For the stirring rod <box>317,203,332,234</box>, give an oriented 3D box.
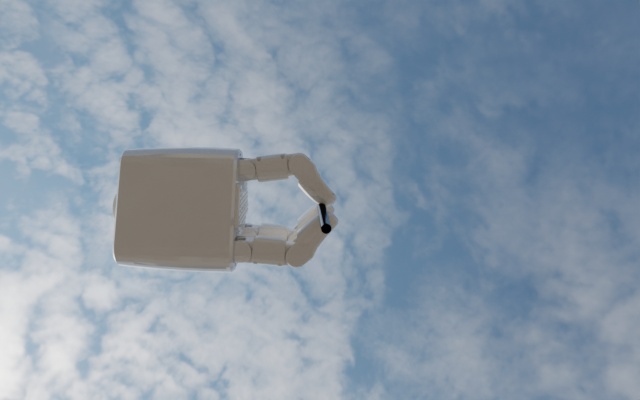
[{"bbox_3d":[0.000,0.002,0.479,0.011,0.011,0.239,0,9,-2],"label":"stirring rod"}]
